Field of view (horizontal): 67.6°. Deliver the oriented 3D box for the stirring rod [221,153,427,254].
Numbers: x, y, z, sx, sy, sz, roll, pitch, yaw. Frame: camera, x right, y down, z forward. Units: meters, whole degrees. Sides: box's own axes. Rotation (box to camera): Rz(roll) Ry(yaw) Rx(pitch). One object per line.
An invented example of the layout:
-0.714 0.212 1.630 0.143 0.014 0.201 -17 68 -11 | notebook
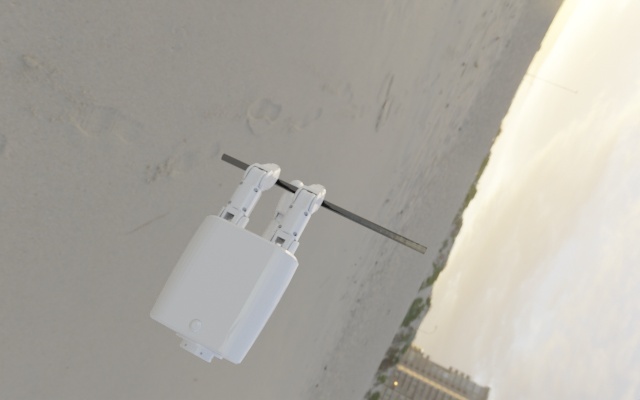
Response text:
0.000 0.002 0.509 0.239 0.011 0.011 25 4 9 | stirring rod
